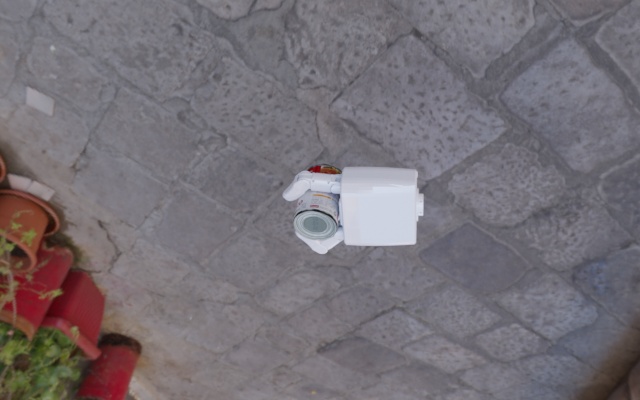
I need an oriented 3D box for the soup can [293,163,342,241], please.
[{"bbox_3d":[0.000,0.002,0.727,0.068,0.102,0.069,6,-44,6],"label":"soup can"}]
